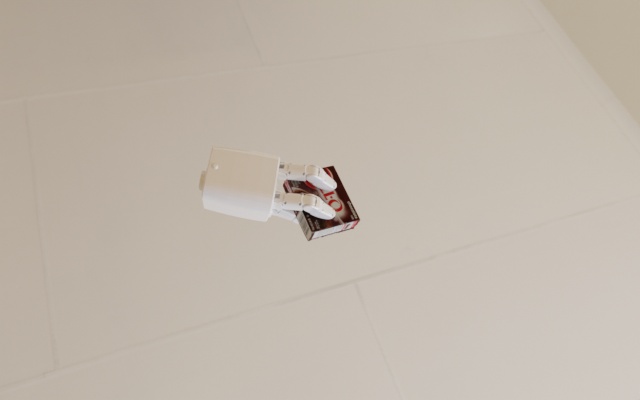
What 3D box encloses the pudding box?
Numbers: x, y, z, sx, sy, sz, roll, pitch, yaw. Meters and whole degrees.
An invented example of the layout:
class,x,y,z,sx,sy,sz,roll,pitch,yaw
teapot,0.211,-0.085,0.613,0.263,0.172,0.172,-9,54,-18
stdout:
class,x,y,z,sx,sy,sz,roll,pitch,yaw
pudding box,0.000,0.003,0.783,0.090,0.113,0.039,-14,-23,-24
